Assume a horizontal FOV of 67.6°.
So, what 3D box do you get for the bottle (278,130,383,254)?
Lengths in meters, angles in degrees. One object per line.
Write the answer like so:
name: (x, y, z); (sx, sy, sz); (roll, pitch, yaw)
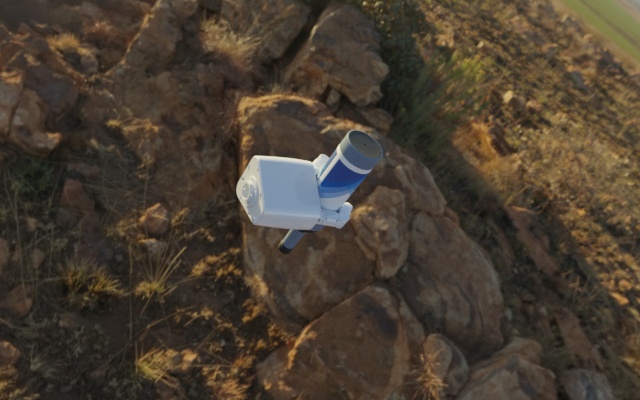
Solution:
bottle: (0.000, 0.003, 0.847); (0.069, 0.069, 0.296); (0, -39, -38)
